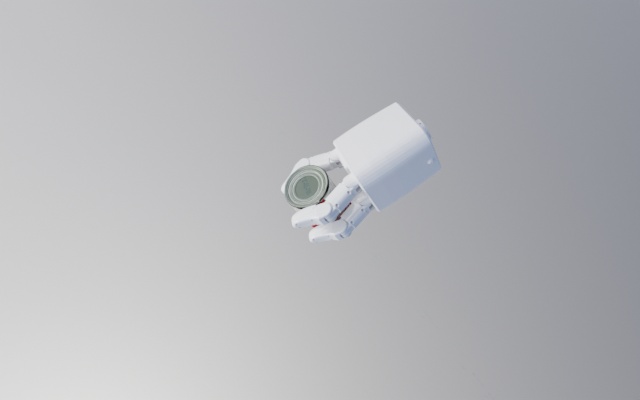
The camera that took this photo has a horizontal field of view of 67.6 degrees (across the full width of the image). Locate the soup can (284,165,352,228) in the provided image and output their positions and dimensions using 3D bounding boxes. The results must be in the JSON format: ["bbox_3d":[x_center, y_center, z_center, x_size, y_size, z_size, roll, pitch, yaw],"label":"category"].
[{"bbox_3d":[0.000,0.002,0.680,0.068,0.068,0.102,0,-25,26],"label":"soup can"}]
